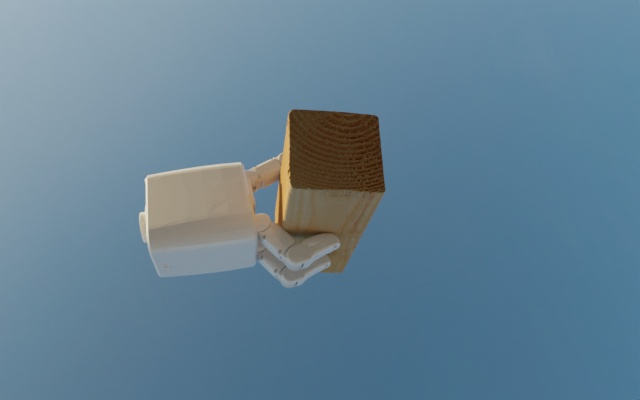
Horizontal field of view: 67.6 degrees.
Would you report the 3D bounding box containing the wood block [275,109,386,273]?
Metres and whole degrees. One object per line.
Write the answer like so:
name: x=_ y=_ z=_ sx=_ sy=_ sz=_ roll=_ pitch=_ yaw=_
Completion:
wood block: x=0.000 y=0.002 z=0.530 sx=0.090 sy=0.090 sz=0.206 roll=2 pitch=-29 yaw=-8
